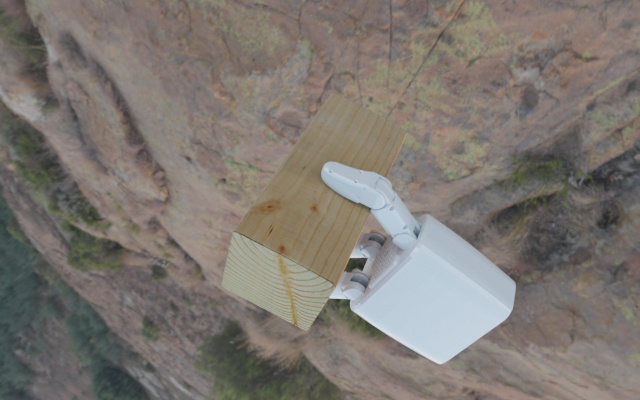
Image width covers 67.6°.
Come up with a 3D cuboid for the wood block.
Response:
[{"bbox_3d":[0.000,0.002,0.455,0.090,0.206,0.091,28,-41,2],"label":"wood block"}]
